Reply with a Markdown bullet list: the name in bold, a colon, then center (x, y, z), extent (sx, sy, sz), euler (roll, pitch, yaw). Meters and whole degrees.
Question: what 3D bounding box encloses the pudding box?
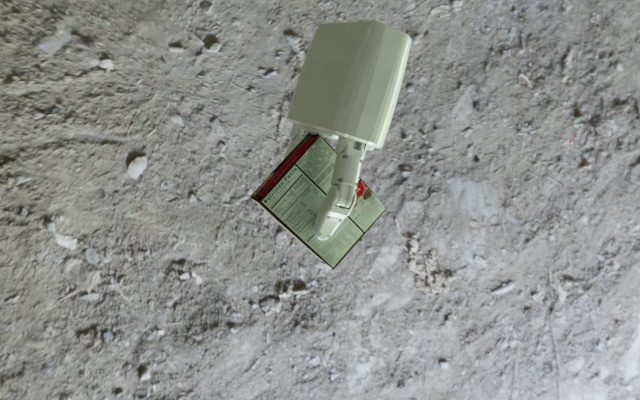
- **pudding box**: center (0.000, 0.002, 0.484), extent (0.113, 0.090, 0.039), euler (45, -6, -21)
